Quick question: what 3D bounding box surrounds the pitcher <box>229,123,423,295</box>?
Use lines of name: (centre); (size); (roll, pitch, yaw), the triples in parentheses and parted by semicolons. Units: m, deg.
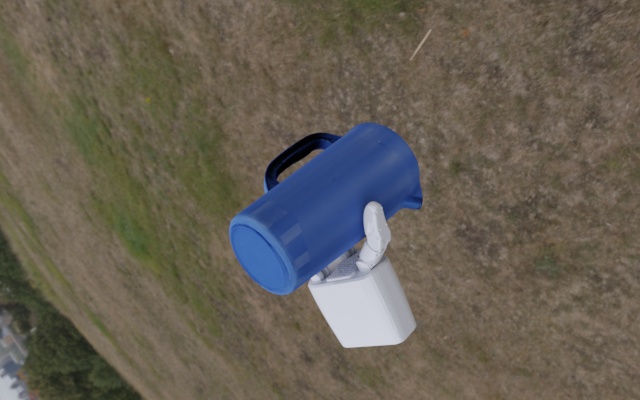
pitcher: (0.000, 0.002, 0.607); (0.242, 0.145, 0.149); (-36, 18, -36)
